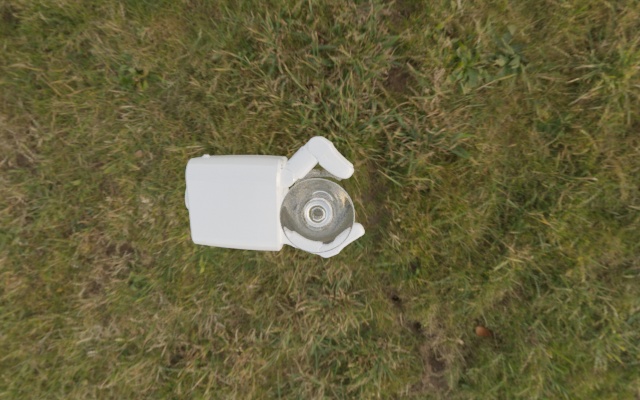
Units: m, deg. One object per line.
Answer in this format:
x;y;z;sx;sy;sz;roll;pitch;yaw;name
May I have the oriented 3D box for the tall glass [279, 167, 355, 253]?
0.000;0.002;0.564;0.079;0.079;0.201;0;8;3;tall glass
